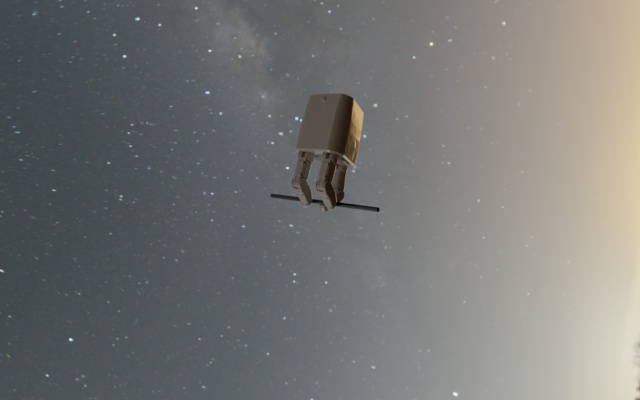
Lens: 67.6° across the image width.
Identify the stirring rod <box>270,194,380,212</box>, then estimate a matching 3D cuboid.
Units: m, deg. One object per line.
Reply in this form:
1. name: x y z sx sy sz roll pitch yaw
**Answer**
1. stirring rod: 0.000 0.003 0.856 0.239 0.011 0.011 7 4 37
